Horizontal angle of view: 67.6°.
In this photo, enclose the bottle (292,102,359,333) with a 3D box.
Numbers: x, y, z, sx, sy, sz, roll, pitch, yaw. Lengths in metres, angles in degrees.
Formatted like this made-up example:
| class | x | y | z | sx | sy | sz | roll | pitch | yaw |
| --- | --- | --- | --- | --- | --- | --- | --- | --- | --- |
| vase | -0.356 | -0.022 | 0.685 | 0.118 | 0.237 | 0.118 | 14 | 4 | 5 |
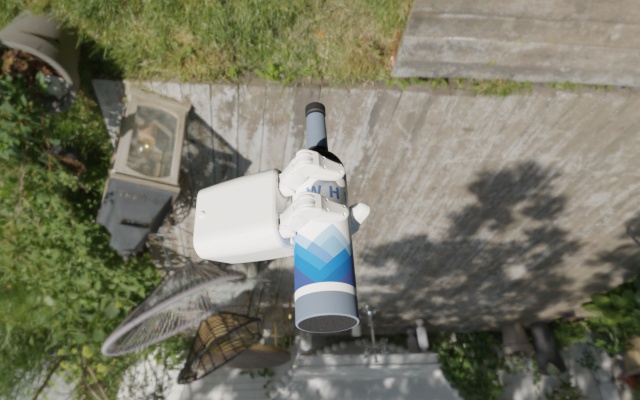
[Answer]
| class | x | y | z | sx | sy | sz | roll | pitch | yaw |
| --- | --- | --- | --- | --- | --- | --- | --- | --- | --- |
| bottle | 0.000 | 0.002 | 0.569 | 0.069 | 0.295 | 0.069 | -2 | -31 | -1 |
